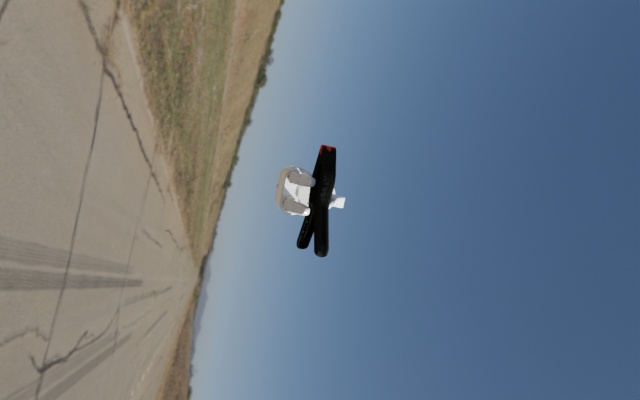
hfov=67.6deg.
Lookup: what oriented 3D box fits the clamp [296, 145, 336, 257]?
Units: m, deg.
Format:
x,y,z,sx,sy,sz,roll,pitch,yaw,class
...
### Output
x,y,z,sx,sy,sz,roll,pitch,yaw,class
0.001,0.002,0.878,0.036,0.210,0.164,11,4,-16,clamp
